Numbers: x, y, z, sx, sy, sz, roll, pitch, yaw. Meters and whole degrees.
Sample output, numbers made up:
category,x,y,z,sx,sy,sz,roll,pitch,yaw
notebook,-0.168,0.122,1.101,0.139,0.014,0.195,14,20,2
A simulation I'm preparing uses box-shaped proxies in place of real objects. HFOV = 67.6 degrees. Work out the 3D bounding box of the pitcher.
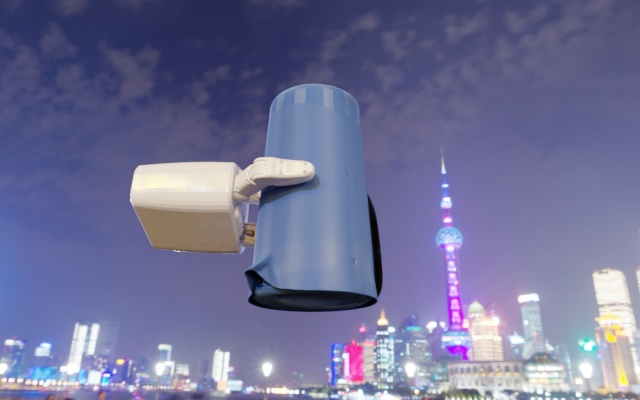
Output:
category,x,y,z,sx,sy,sz,roll,pitch,yaw
pitcher,0.000,0.002,0.538,0.145,0.242,0.149,0,-22,2
